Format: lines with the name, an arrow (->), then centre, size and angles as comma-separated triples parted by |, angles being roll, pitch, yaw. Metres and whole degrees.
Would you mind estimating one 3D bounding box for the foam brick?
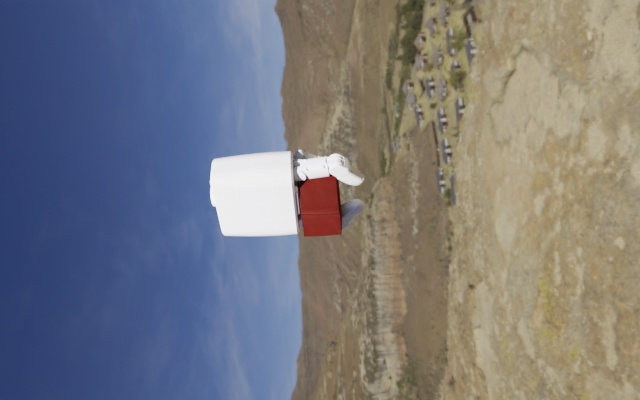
foam brick -> 0.000, 0.002, 0.630 | 0.051, 0.078, 0.053 | -4, -37, 0
